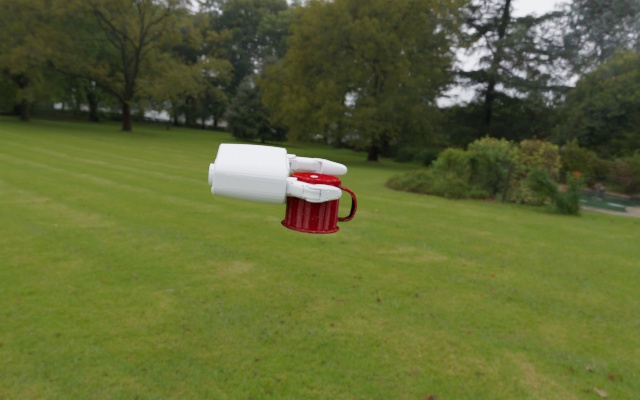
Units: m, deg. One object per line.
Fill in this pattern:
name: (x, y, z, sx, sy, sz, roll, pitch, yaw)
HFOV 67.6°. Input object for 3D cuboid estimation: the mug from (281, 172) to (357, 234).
mug: (0.002, 0.002, 0.748, 0.117, 0.081, 0.093, 6, 10, -5)
